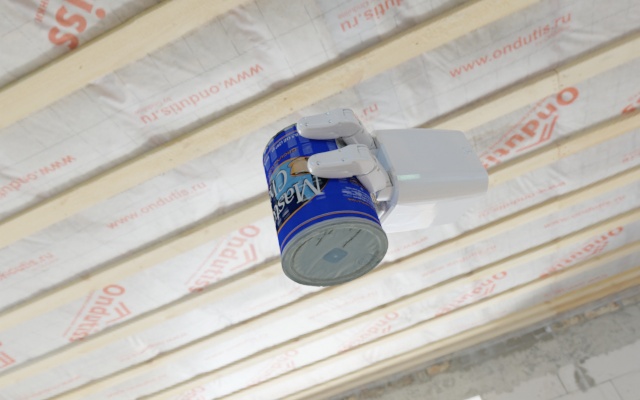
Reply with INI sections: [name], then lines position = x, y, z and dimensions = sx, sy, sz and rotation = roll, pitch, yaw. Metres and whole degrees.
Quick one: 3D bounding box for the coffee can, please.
[coffee can]
position = 0.000, 0.002, 0.489
dimensions = 0.103, 0.140, 0.103
rotation = -9, -40, -8
